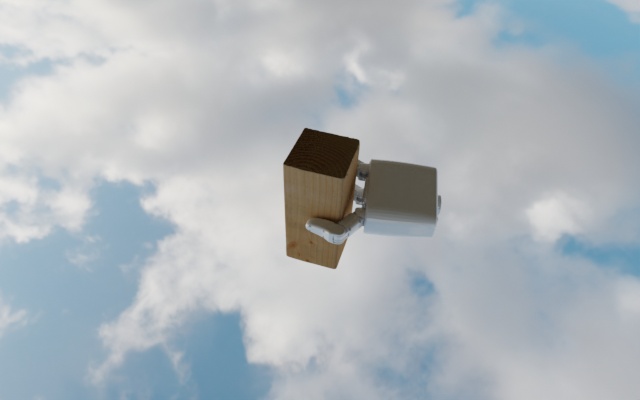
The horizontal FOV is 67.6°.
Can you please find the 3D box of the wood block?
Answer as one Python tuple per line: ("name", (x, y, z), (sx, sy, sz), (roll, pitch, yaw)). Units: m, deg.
("wood block", (0.000, 0.003, 0.744), (0.090, 0.206, 0.090), (14, 47, 11))
